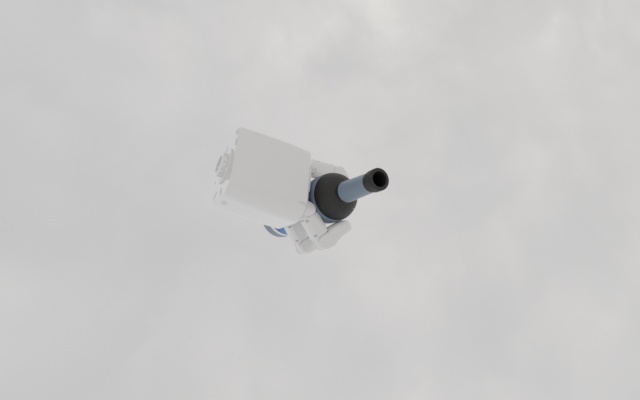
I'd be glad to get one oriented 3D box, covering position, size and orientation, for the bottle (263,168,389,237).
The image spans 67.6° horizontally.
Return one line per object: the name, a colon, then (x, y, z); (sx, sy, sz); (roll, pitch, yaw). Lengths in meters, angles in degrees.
bottle: (0.000, 0.002, 0.675); (0.069, 0.069, 0.296); (0, -11, -28)
